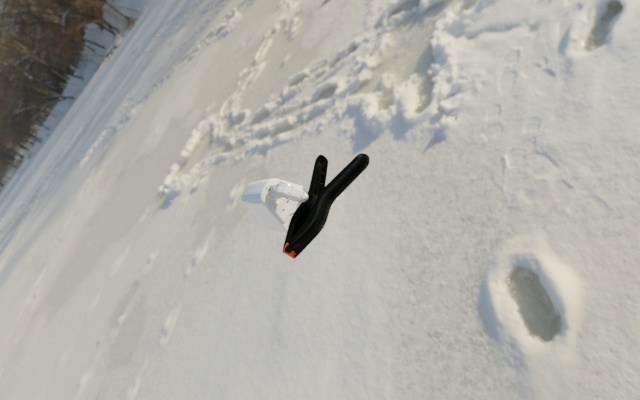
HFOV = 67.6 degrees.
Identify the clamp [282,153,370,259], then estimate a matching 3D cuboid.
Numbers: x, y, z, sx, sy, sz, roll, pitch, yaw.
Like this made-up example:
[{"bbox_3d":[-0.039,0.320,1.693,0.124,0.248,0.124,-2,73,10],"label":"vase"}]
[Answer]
[{"bbox_3d":[-0.001,0.003,0.823,0.036,0.210,0.164,34,-18,-24],"label":"clamp"}]
